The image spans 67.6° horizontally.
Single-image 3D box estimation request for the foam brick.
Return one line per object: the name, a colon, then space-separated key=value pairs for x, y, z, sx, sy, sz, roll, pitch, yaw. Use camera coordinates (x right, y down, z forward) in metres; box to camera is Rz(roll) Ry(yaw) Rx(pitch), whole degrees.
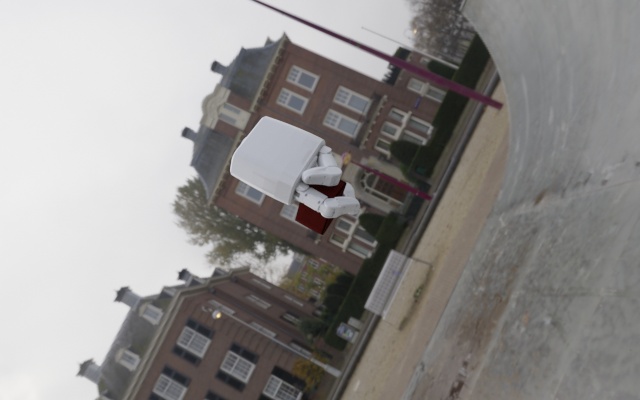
foam brick: x=0.000 y=0.003 z=0.743 sx=0.051 sy=0.078 sz=0.053 roll=25 pitch=40 yaw=9
